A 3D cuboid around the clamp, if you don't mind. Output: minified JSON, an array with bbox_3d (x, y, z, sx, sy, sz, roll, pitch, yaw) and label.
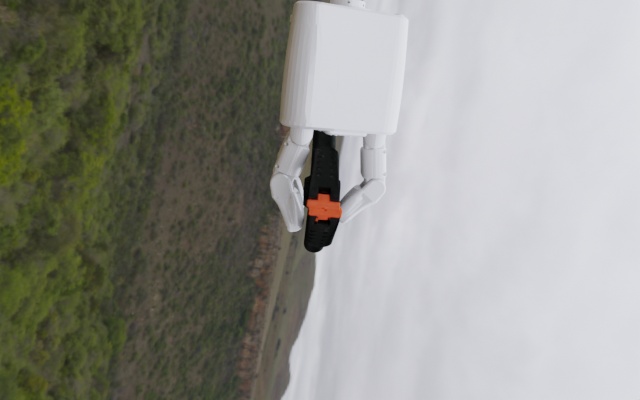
[{"bbox_3d":[0.001,0.002,0.481,0.036,0.164,0.210,4,15,-2],"label":"clamp"}]
